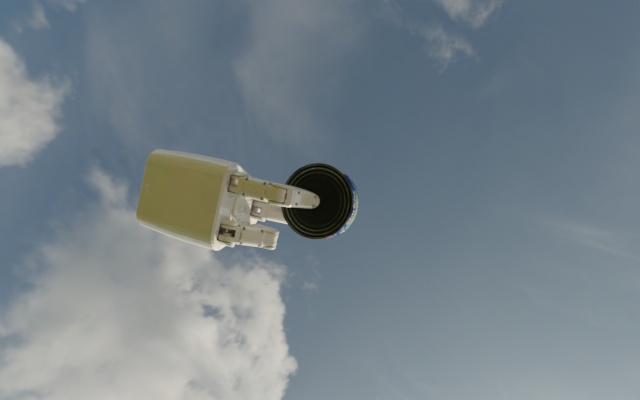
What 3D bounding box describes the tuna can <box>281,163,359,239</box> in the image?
[{"bbox_3d":[0.000,0.002,0.549,0.086,0.086,0.034,0,-4,19],"label":"tuna can"}]
